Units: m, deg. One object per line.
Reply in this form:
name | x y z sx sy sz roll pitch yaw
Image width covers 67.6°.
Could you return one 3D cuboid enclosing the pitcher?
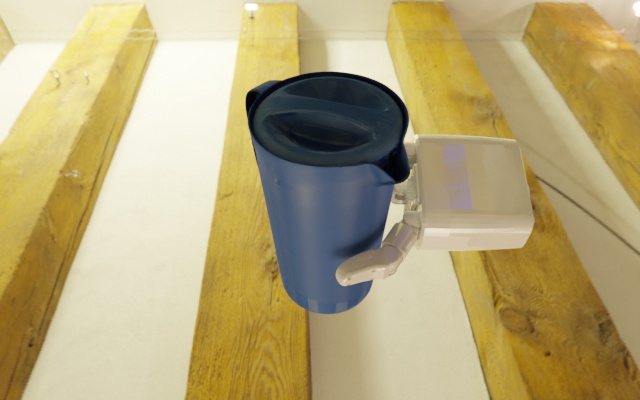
pitcher | 0.000 0.002 0.481 0.145 0.149 0.243 -1 -44 -1
